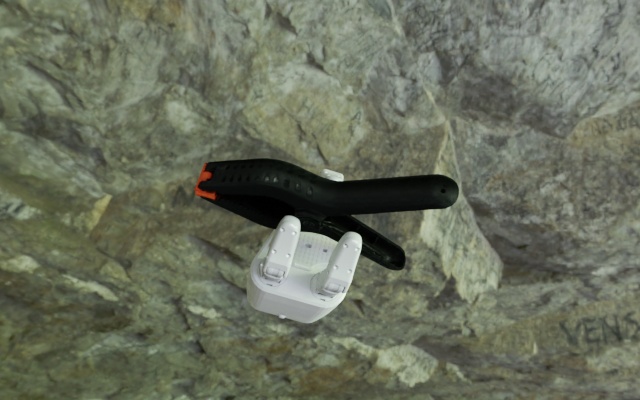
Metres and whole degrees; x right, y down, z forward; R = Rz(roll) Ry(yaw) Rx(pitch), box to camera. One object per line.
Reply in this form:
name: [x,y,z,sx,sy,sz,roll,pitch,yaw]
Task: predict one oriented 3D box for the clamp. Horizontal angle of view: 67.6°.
clamp: [0.000,0.001,0.402,0.210,0.036,0.165,17,-28,-5]
